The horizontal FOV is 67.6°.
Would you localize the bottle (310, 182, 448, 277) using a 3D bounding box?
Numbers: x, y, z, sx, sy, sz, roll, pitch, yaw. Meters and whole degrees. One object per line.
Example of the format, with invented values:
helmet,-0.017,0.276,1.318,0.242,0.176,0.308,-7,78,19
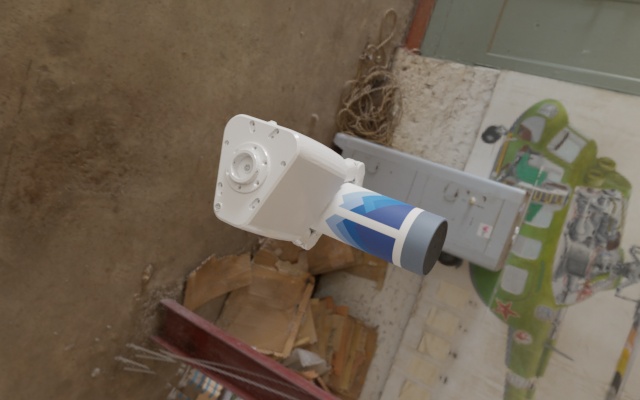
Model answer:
bottle,0.000,0.002,0.571,0.295,0.069,0.069,22,10,28
